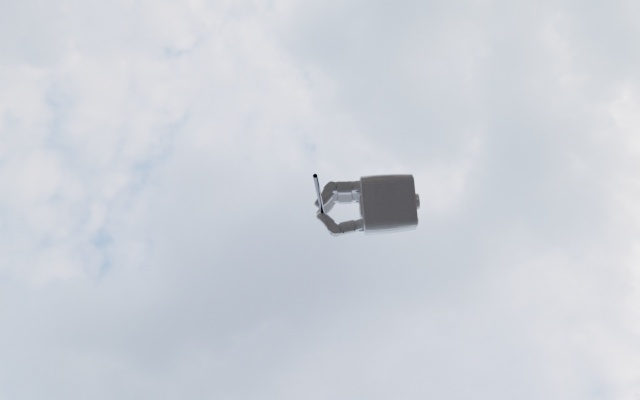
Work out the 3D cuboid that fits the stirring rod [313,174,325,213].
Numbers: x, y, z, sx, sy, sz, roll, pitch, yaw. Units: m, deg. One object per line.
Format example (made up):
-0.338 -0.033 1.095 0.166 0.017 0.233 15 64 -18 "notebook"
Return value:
0.000 0.003 0.898 0.011 0.011 0.240 0 -21 5 "stirring rod"
